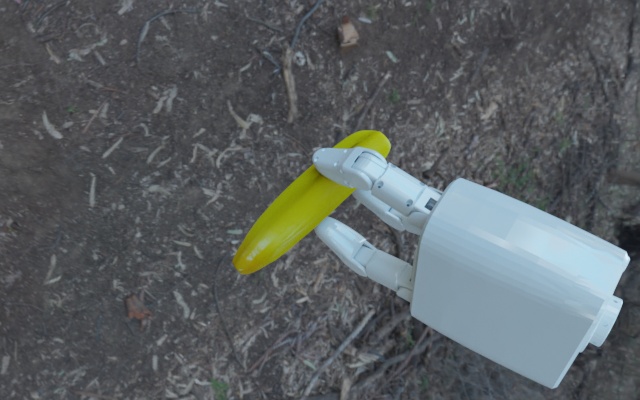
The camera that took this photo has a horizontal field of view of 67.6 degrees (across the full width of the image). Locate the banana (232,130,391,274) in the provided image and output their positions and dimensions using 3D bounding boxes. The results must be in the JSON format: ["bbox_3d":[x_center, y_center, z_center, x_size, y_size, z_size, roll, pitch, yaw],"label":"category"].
[{"bbox_3d":[0.008,-0.012,0.389,0.197,0.037,0.070,-41,-14,-40],"label":"banana"}]
